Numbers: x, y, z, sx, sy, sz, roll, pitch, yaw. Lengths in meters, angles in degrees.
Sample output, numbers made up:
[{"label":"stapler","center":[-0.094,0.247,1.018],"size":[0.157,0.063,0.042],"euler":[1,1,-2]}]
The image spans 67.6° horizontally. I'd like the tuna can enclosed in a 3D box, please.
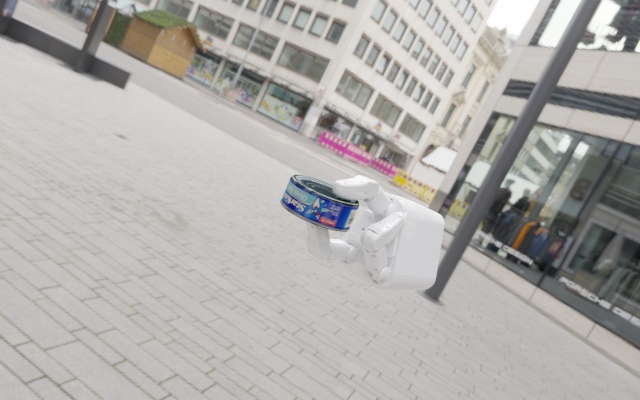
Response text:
[{"label":"tuna can","center":[0.000,0.001,0.541],"size":[0.086,0.034,0.086],"euler":[22,12,-5]}]
